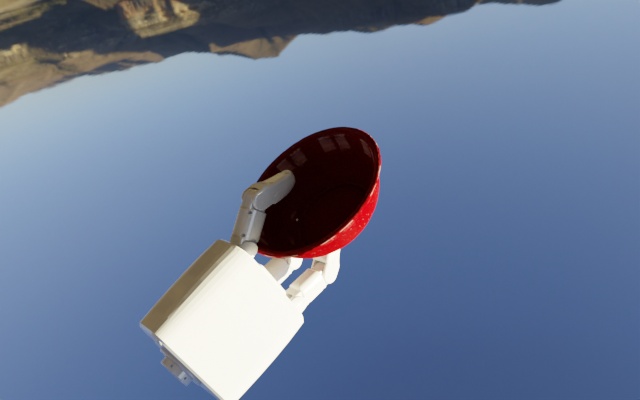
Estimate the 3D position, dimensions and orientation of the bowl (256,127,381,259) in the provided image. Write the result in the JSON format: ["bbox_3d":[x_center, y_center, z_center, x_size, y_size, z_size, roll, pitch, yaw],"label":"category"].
[{"bbox_3d":[0.001,0.001,0.491,0.162,0.162,0.055,0,-35,40],"label":"bowl"}]
